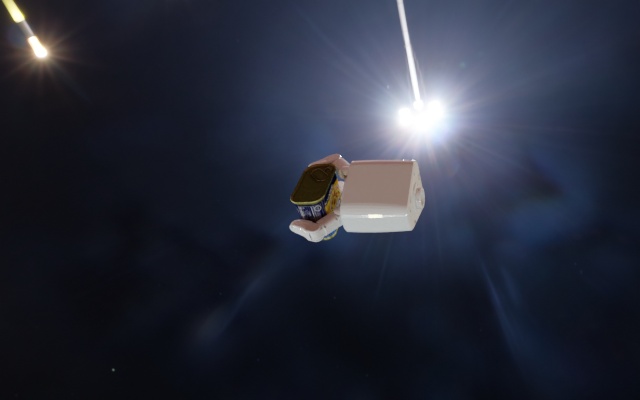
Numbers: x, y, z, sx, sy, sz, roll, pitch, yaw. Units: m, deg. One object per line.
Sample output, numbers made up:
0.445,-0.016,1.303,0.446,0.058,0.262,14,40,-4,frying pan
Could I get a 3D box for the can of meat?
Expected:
0.000,0.003,0.783,0.057,0.084,0.102,-2,39,23,can of meat
